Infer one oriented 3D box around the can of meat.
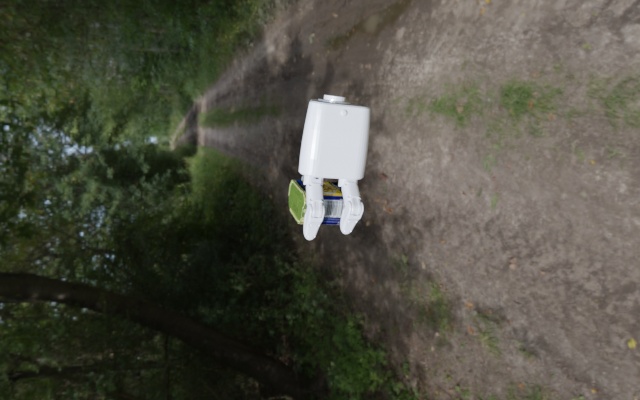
[{"bbox_3d":[0.000,0.002,0.751,0.084,0.057,0.102,3,16,-18],"label":"can of meat"}]
